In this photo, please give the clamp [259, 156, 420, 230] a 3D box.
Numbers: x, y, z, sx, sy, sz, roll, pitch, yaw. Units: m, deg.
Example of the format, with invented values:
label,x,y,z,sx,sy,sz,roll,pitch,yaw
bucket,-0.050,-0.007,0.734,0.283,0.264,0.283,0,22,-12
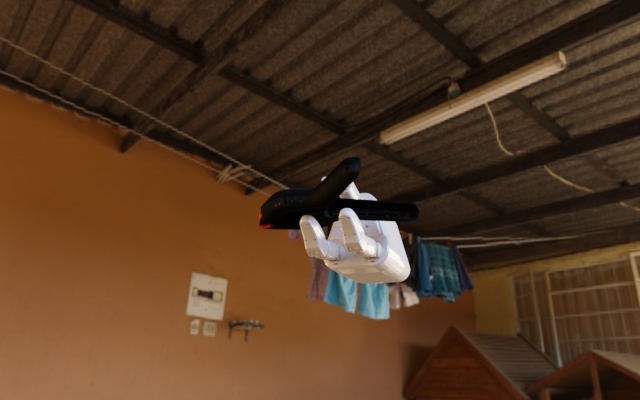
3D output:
label,x,y,z,sx,sy,sz,roll,pitch,yaw
clamp,0.000,0.001,0.601,0.210,0.036,0.165,-9,-27,26
